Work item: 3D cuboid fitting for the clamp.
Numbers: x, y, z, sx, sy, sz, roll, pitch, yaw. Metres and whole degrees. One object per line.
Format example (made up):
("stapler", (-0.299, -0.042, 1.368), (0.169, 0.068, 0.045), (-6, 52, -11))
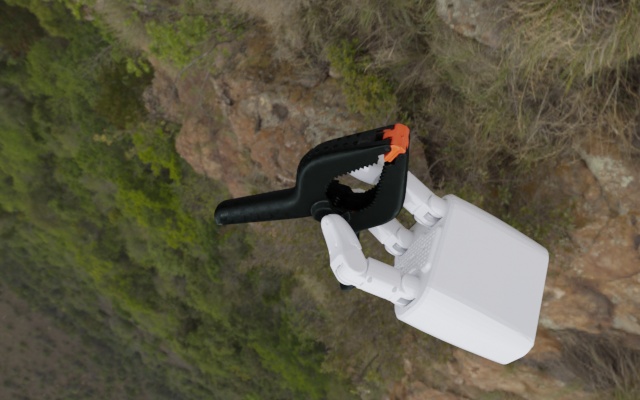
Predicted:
("clamp", (0.000, 0.002, 0.423), (0.164, 0.036, 0.210), (25, -42, -9))
